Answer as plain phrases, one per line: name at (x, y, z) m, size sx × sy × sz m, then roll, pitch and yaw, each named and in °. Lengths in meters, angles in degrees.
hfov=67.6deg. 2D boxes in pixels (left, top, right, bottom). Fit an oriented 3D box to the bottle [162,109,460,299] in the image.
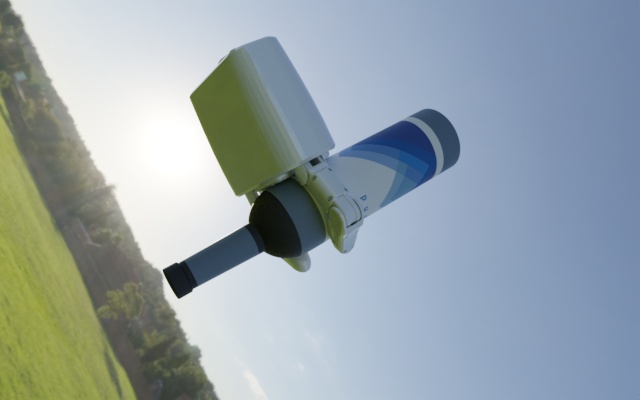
bottle at (0.000, 0.001, 0.434) m, size 0.295 × 0.069 × 0.069 m, roll -29°, pitch 12°, yaw -23°
